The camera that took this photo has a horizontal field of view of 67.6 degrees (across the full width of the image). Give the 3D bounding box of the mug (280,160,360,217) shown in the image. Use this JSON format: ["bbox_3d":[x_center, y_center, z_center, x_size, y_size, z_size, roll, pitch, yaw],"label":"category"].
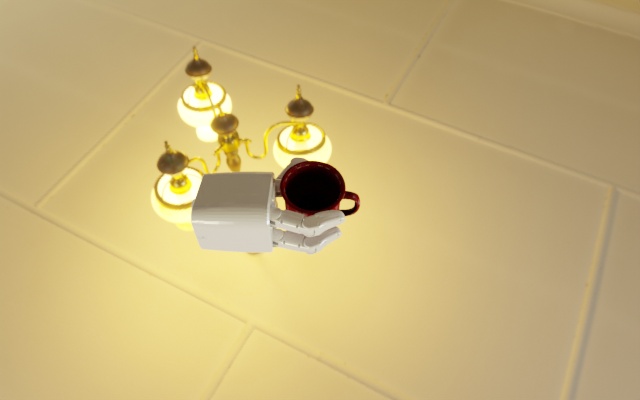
[{"bbox_3d":[0.002,0.002,0.706,0.117,0.093,0.082,2,-34,0],"label":"mug"}]
